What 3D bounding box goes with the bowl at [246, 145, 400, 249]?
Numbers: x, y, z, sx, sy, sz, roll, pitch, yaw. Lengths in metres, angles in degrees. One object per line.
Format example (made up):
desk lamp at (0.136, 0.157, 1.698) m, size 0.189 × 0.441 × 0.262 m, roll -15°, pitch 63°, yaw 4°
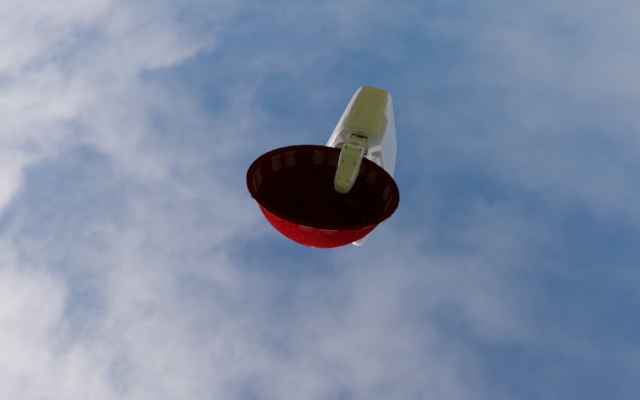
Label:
bowl at (-0.001, 0.003, 0.512) m, size 0.162 × 0.055 × 0.162 m, roll 7°, pitch 34°, yaw -4°
